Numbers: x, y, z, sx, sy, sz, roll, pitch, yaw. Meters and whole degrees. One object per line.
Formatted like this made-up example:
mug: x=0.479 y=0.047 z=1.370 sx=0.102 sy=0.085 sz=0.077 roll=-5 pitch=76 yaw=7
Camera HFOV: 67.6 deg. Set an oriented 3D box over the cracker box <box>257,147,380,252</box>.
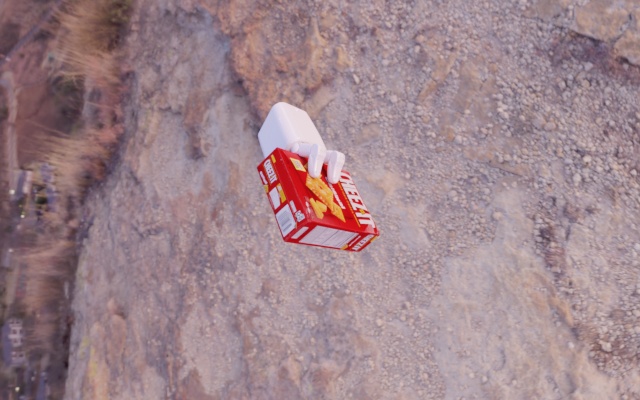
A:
cracker box: x=0.000 y=0.003 z=0.892 sx=0.072 sy=0.164 sz=0.214 roll=-41 pitch=-33 yaw=28
